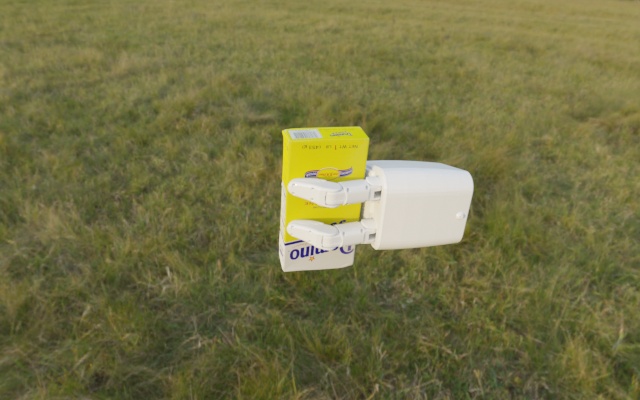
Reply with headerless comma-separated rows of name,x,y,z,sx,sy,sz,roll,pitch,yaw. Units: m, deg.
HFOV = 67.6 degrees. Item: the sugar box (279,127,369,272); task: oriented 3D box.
sugar box,0.000,0.002,0.569,0.093,0.176,0.048,-3,28,-12
